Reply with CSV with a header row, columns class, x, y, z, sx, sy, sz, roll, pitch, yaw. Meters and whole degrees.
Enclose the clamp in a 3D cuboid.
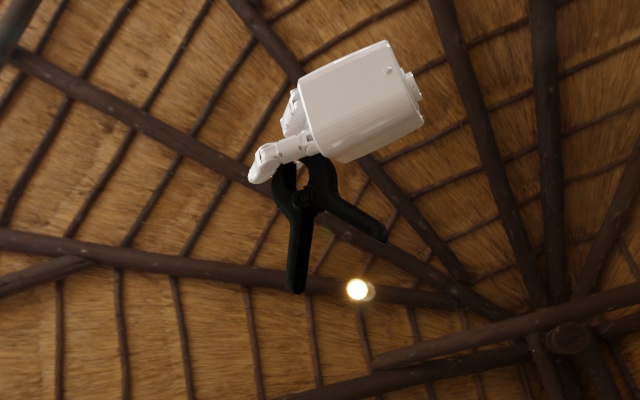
class,x,y,z,sx,sy,sz,roll,pitch,yaw
clamp,0.000,0.002,0.509,0.120,0.171,0.039,-23,-24,17
